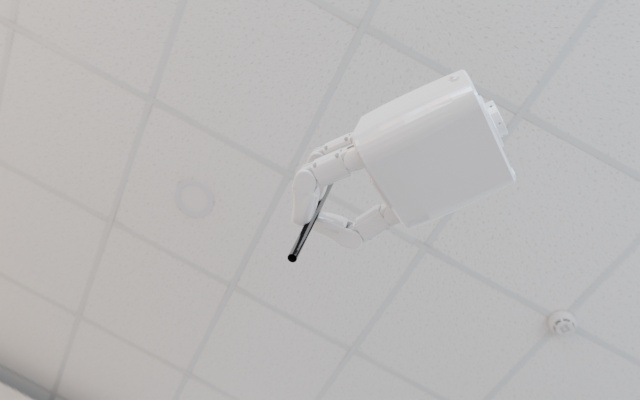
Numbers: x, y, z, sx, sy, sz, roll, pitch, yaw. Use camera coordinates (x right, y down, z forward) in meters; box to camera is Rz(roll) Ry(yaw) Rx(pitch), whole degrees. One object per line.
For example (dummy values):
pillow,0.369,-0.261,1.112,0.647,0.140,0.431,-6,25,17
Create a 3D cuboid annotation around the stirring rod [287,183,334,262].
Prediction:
stirring rod,0.000,0.002,0.500,0.011,0.011,0.239,0,22,12
